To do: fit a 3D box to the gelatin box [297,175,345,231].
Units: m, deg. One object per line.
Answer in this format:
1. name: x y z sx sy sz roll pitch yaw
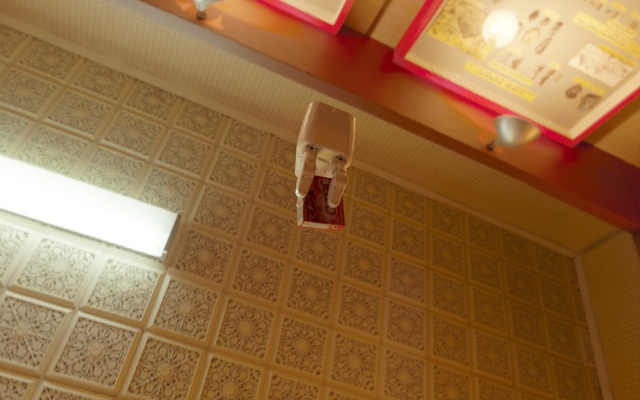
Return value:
1. gelatin box: 0.000 0.003 0.789 0.073 0.089 0.030 8 -28 -20
